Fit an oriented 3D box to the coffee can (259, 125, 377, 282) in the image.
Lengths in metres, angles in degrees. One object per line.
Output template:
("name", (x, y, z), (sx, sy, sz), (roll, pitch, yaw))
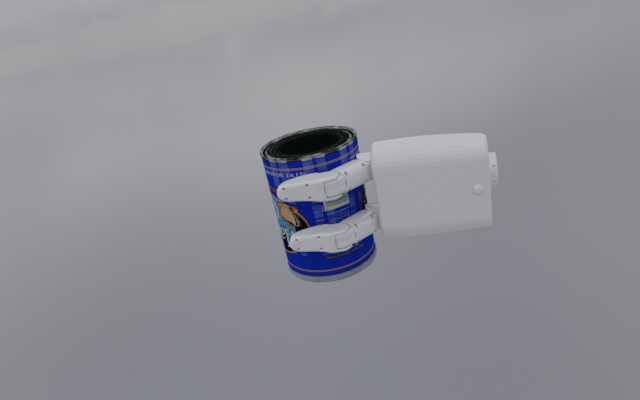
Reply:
("coffee can", (0.000, 0.002, 0.518), (0.103, 0.140, 0.102), (-10, 23, 4))
